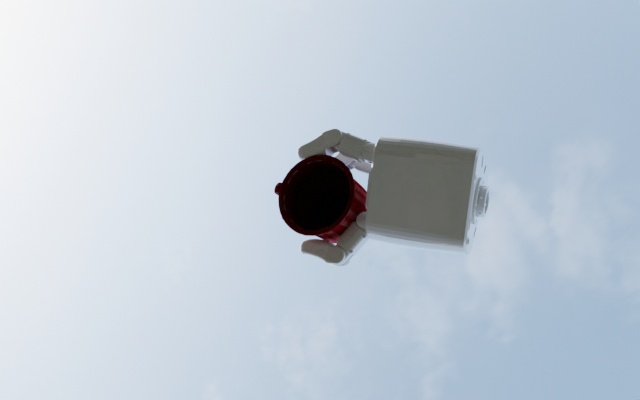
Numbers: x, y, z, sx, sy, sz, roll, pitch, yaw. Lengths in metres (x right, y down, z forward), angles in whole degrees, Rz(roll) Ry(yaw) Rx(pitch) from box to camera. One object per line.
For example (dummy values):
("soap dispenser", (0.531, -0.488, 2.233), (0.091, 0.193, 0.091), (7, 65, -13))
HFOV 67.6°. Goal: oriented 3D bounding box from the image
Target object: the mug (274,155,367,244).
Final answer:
("mug", (-0.001, 0.002, 0.564), (0.117, 0.093, 0.081), (11, -11, 28))
